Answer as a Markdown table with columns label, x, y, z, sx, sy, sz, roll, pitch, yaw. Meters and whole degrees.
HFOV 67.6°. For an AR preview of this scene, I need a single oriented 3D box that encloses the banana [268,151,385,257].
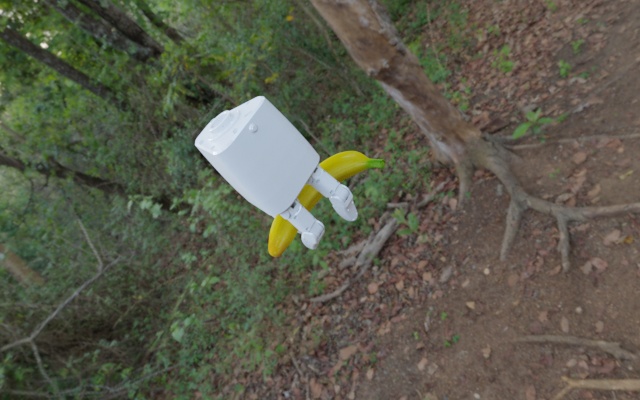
| label | x | y | z | sx | sy | sz | roll | pitch | yaw |
| --- | --- | --- | --- | --- | --- | --- | --- | --- | --- |
| banana | -0.007 | -0.008 | 0.649 | 0.069 | 0.198 | 0.037 | 40 | -11 | 50 |
